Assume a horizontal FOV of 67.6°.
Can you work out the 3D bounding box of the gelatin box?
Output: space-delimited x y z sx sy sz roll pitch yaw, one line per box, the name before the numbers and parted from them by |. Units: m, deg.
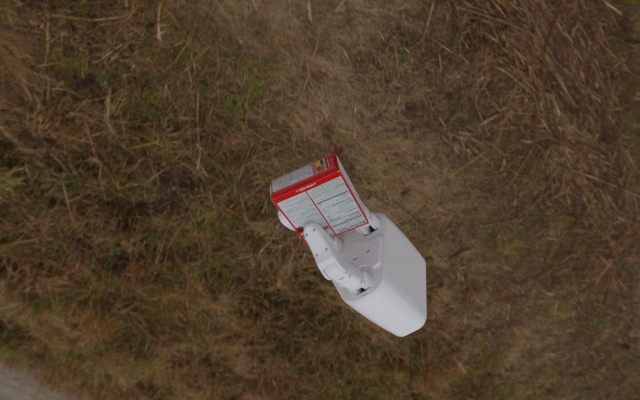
gelatin box | 0.000 0.002 0.488 0.073 0.030 0.089 -22 -45 12
